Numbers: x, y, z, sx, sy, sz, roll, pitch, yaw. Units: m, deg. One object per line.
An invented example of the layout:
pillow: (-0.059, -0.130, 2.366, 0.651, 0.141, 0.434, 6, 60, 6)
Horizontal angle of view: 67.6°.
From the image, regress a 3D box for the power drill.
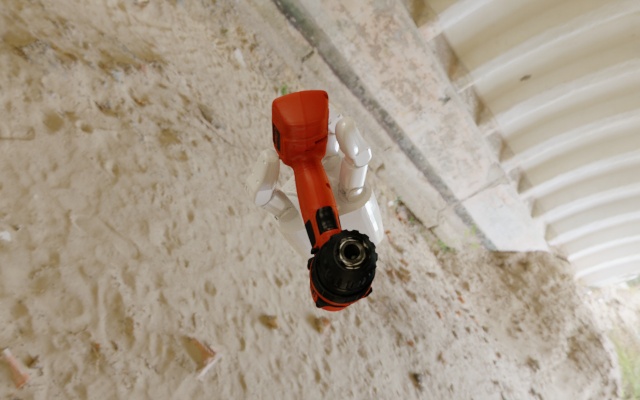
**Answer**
power drill: (0.000, 0.001, 0.423, 0.057, 0.187, 0.184, -10, -18, -8)
